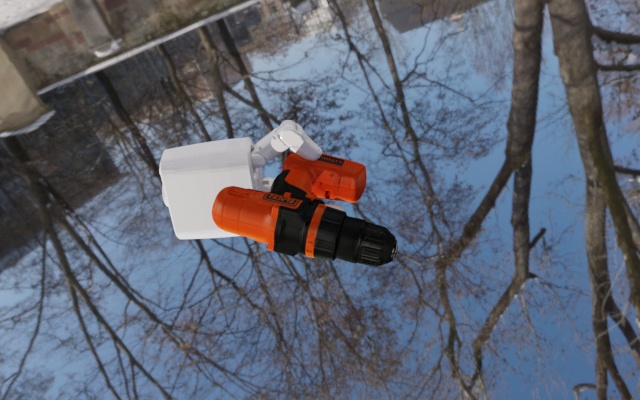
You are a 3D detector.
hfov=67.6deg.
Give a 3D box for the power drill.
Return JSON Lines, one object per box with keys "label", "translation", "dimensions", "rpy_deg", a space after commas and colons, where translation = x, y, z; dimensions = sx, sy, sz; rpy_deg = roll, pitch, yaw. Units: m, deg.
{"label": "power drill", "translation": [0.000, 0.002, 0.524], "dimensions": [0.184, 0.057, 0.187], "rpy_deg": [15, 22, 9]}
